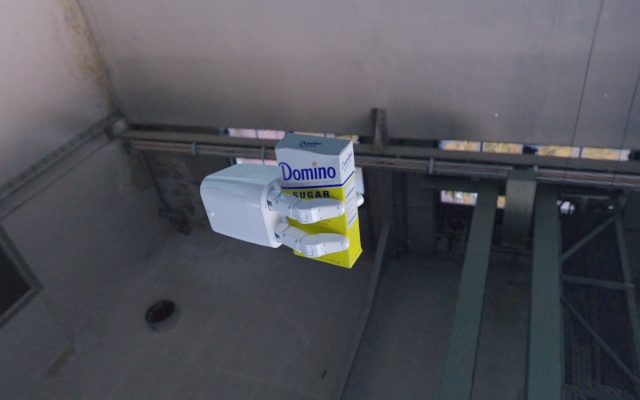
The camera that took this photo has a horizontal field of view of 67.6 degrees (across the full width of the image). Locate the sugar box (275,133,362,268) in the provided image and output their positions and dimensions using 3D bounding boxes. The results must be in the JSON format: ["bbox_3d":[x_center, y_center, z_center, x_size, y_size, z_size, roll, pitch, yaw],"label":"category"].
[{"bbox_3d":[0.000,0.002,0.628,0.093,0.176,0.048,10,40,26],"label":"sugar box"}]
